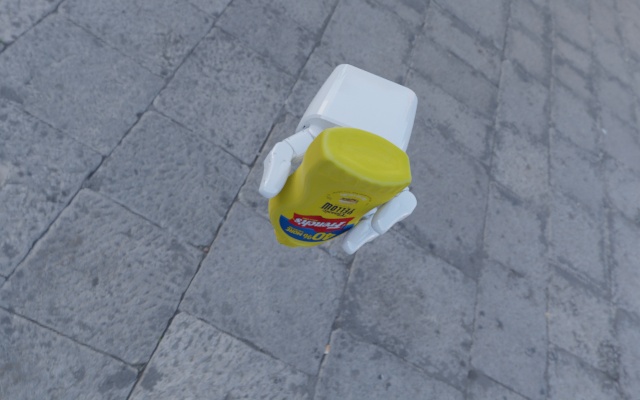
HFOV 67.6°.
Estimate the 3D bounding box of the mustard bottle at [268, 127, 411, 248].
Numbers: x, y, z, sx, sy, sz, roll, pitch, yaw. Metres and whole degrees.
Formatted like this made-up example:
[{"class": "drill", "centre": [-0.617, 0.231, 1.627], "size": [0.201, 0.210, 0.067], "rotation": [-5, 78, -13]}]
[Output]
[{"class": "mustard bottle", "centre": [0.000, 0.002, 0.493], "size": [0.096, 0.058, 0.192], "rotation": [12, -32, -26]}]
